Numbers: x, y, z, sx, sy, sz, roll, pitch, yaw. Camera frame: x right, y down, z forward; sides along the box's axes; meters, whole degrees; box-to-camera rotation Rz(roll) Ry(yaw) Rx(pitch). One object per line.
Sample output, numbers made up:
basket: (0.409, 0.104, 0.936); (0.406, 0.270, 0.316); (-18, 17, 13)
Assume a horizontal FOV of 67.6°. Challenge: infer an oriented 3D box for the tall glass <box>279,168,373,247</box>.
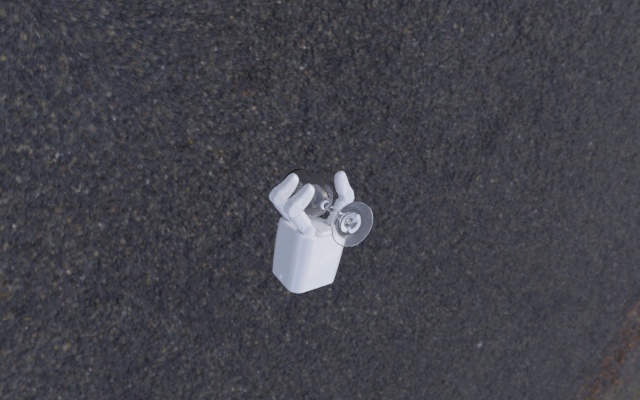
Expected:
tall glass: (0.001, 0.003, 0.799); (0.079, 0.079, 0.201); (0, 20, -31)
